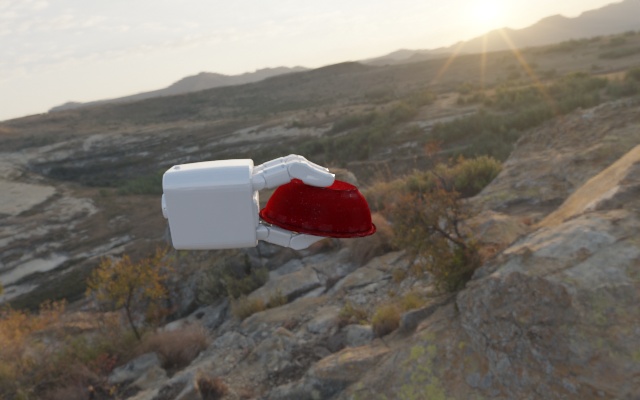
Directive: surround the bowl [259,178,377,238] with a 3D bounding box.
[{"bbox_3d":[0.001,0.002,0.646,0.162,0.055,0.162,8,11,-2],"label":"bowl"}]
